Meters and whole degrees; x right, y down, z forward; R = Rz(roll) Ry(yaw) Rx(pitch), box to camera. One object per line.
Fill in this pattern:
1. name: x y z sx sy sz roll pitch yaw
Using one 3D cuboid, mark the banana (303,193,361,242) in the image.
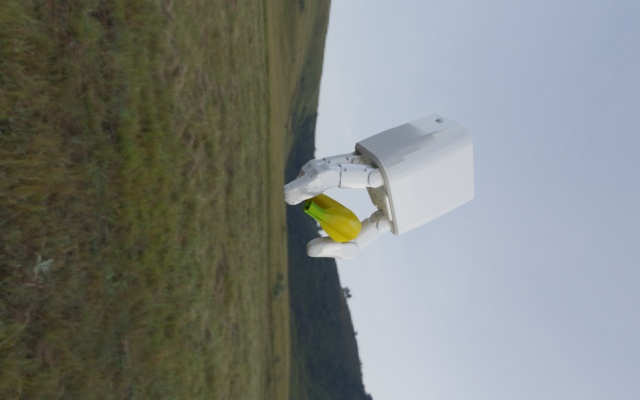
1. banana: 0.013 0.016 0.551 0.037 0.069 0.198 -43 4 -1
